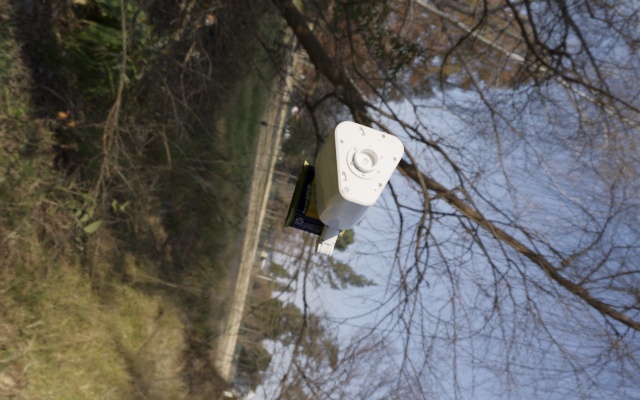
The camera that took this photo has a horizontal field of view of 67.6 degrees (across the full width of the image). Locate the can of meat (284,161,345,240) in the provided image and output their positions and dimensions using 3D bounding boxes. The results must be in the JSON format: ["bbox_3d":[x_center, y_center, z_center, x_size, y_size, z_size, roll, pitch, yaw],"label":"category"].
[{"bbox_3d":[0.000,0.003,0.719,0.084,0.102,0.057,17,-24,-7],"label":"can of meat"}]
